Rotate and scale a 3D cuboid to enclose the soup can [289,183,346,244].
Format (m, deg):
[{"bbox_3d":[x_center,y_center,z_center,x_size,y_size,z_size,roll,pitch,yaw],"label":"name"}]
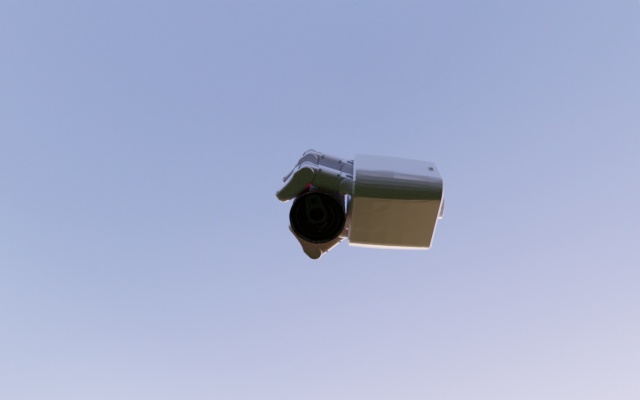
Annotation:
[{"bbox_3d":[0.000,0.002,0.611,0.068,0.068,0.102,0,22,5],"label":"soup can"}]
